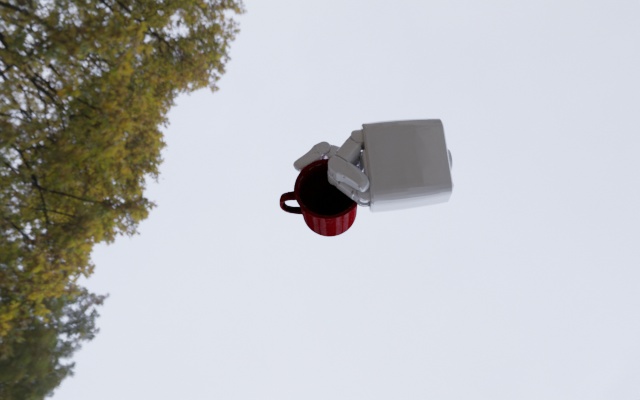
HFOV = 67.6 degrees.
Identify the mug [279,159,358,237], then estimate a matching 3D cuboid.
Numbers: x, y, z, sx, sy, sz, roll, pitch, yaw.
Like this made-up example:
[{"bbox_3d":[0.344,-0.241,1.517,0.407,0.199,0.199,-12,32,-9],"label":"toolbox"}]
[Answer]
[{"bbox_3d":[-0.001,0.003,0.679,0.117,0.093,0.081,-6,-27,0],"label":"mug"}]
